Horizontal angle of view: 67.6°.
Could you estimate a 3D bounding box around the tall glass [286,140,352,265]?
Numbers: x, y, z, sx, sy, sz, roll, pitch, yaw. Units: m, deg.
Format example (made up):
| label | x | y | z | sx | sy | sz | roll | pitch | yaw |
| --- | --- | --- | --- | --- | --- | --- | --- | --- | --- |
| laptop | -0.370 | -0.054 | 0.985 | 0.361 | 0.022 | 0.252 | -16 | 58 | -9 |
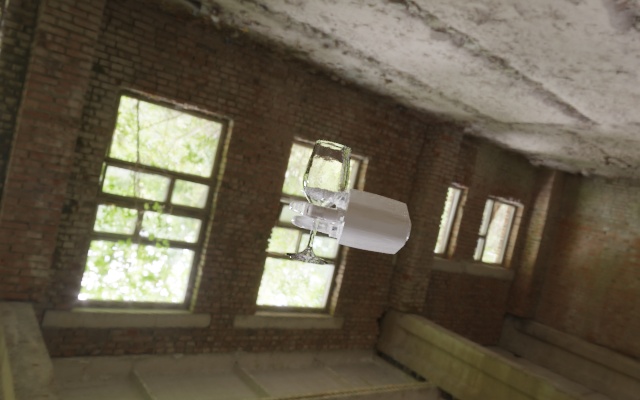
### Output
| label | x | y | z | sx | sy | sz | roll | pitch | yaw |
| --- | --- | --- | --- | --- | --- | --- | --- | --- | --- |
| tall glass | 0.000 | 0.003 | 0.807 | 0.079 | 0.201 | 0.079 | 13 | 1 | 0 |
